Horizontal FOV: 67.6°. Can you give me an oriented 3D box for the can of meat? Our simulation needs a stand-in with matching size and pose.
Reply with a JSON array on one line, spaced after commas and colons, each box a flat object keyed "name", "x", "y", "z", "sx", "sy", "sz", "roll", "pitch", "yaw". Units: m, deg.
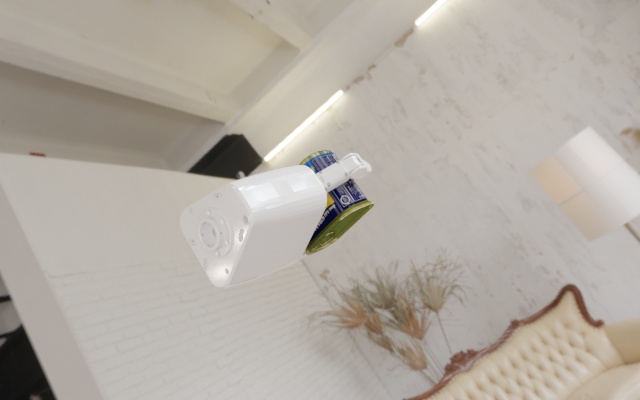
[{"name": "can of meat", "x": 0.000, "y": 0.002, "z": 0.568, "sx": 0.057, "sy": 0.084, "sz": 0.102, "roll": -19, "pitch": -21, "yaw": -47}]
